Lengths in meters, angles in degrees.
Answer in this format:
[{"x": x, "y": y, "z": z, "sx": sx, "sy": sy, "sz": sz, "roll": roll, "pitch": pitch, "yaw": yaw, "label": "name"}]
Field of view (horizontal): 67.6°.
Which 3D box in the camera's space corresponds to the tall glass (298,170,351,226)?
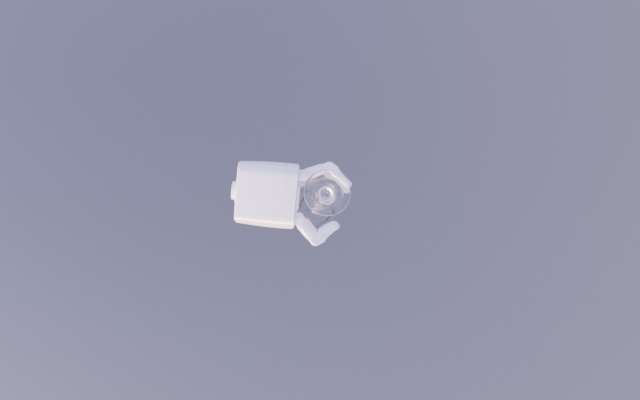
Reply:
[{"x": 0.000, "y": 0.003, "z": 0.845, "sx": 0.079, "sy": 0.079, "sz": 0.201, "roll": 0, "pitch": -9, "yaw": -6, "label": "tall glass"}]
